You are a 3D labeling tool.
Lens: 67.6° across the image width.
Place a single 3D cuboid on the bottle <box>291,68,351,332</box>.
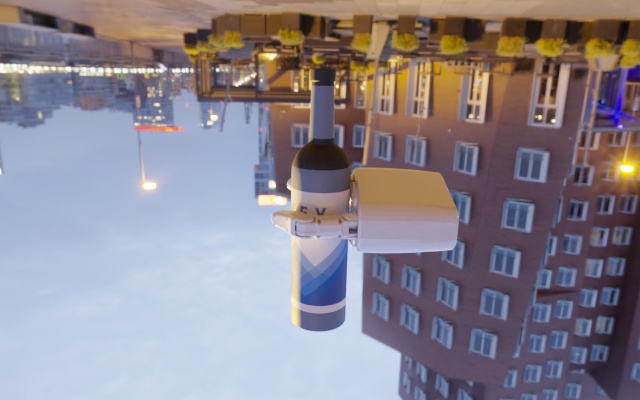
[{"bbox_3d":[0.000,0.002,0.546,0.069,0.296,0.069,1,15,0],"label":"bottle"}]
